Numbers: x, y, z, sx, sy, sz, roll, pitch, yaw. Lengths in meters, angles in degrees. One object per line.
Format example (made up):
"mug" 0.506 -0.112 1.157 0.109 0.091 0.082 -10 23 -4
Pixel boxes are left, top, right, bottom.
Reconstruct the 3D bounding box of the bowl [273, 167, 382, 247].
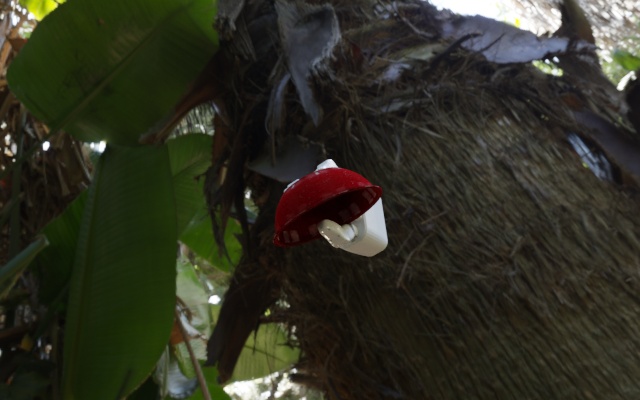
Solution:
"bowl" 0.000 0.001 0.647 0.162 0.055 0.162 -24 -17 -8
